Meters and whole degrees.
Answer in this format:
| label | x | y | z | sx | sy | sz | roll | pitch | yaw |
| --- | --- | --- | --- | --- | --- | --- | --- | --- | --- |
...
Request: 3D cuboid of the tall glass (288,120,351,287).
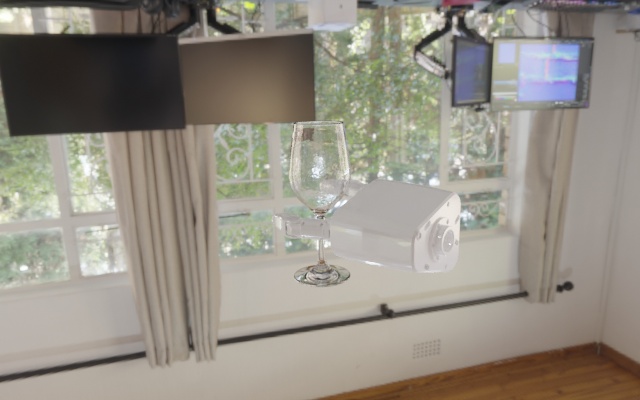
| label | x | y | z | sx | sy | sz | roll | pitch | yaw |
| --- | --- | --- | --- | --- | --- | --- | --- | --- | --- |
| tall glass | 0.000 | 0.003 | 0.603 | 0.079 | 0.201 | 0.079 | -2 | 13 | 0 |
